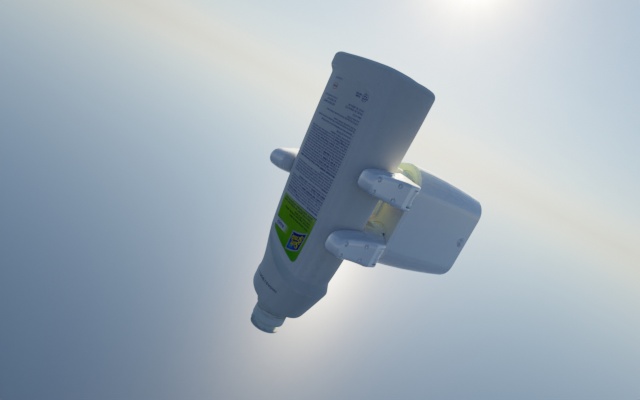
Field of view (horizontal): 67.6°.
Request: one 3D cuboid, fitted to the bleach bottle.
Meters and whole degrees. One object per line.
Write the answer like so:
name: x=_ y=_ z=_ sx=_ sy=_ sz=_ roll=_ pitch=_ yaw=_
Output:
bleach bottle: x=0.000 y=0.001 z=0.424 sx=0.068 sy=0.251 sz=0.102 roll=20 pitch=13 yaw=-34
